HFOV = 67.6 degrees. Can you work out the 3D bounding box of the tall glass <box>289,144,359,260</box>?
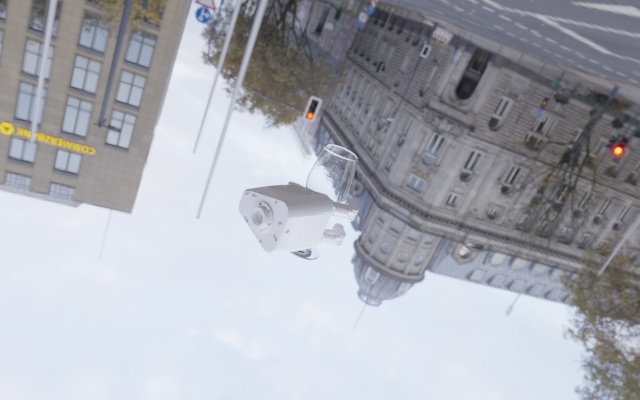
[{"bbox_3d":[0.000,0.003,0.847,0.079,0.201,0.079,20,21,-8],"label":"tall glass"}]
